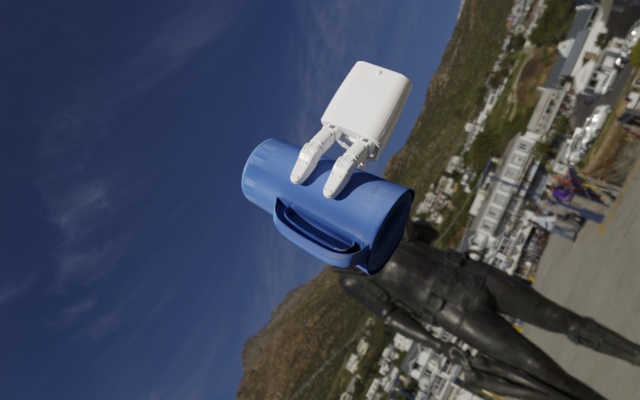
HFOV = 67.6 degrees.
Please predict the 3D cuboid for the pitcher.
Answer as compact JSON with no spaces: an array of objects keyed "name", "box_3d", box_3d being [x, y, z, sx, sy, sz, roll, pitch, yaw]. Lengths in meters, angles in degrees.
[{"name":"pitcher","box_3d":[0.000,0.002,0.697,0.243,0.145,0.149,26,-6,23]}]
